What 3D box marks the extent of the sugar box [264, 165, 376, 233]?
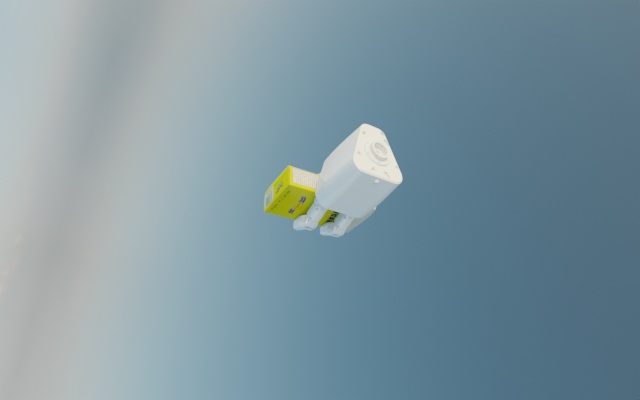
[{"bbox_3d":[0.000,0.003,0.826,0.176,0.048,0.093,17,-39,-27],"label":"sugar box"}]
